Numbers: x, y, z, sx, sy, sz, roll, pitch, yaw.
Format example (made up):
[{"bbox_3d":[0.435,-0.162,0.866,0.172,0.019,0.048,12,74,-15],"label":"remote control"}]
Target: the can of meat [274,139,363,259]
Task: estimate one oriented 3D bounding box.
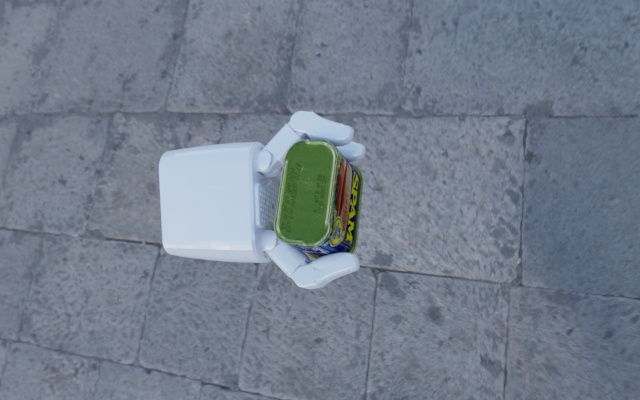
[{"bbox_3d":[0.000,0.001,0.449,0.057,0.102,0.084,2,-13,20],"label":"can of meat"}]
